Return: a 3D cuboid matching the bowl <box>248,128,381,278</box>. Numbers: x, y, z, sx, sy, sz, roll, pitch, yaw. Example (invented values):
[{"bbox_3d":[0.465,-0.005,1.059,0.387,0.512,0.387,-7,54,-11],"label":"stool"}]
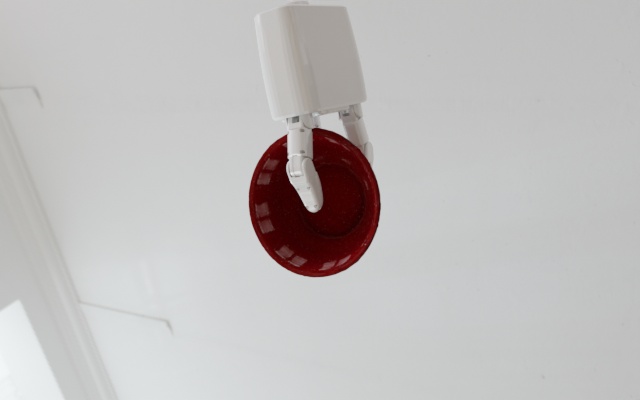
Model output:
[{"bbox_3d":[0.000,0.003,0.535,0.162,0.162,0.055,0,3,28],"label":"bowl"}]
